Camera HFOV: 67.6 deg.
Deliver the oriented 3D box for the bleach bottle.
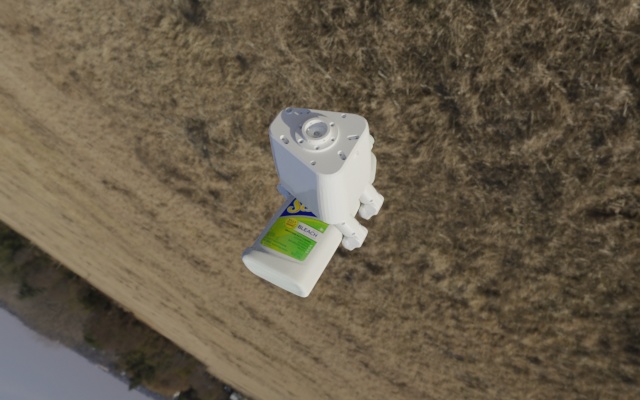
[{"bbox_3d":[0.000,0.002,0.664,0.102,0.250,0.068,23,-25,18],"label":"bleach bottle"}]
